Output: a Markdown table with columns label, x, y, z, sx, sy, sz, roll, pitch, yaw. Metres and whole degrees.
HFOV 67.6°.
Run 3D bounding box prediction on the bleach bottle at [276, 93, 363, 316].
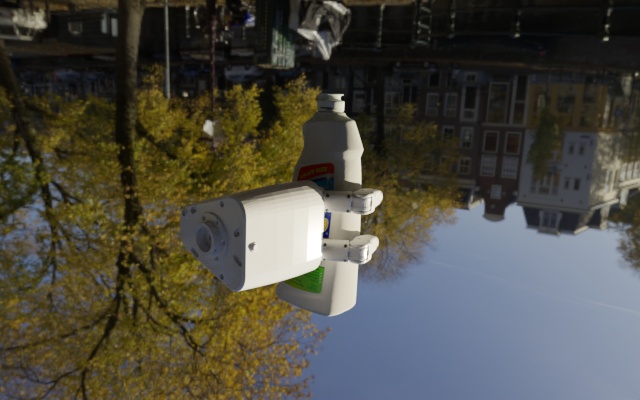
| label | x | y | z | sx | sy | sz | roll | pitch | yaw |
| --- | --- | --- | --- | --- | --- | --- | --- | --- | --- |
| bleach bottle | 0.000 | 0.002 | 0.565 | 0.102 | 0.251 | 0.068 | 12 | 15 | 40 |
